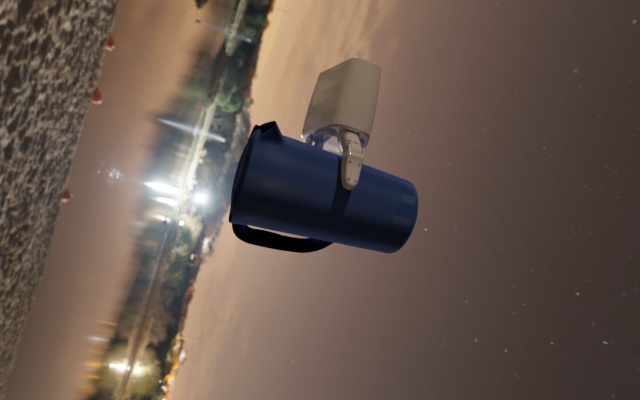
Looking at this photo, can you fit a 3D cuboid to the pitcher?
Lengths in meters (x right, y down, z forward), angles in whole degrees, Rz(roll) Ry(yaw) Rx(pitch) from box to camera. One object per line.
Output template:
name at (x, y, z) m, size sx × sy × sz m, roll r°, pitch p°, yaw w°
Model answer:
pitcher at (0.000, 0.002, 0.656) m, size 0.243 × 0.145 × 0.149 m, roll 16°, pitch -14°, yaw -14°
